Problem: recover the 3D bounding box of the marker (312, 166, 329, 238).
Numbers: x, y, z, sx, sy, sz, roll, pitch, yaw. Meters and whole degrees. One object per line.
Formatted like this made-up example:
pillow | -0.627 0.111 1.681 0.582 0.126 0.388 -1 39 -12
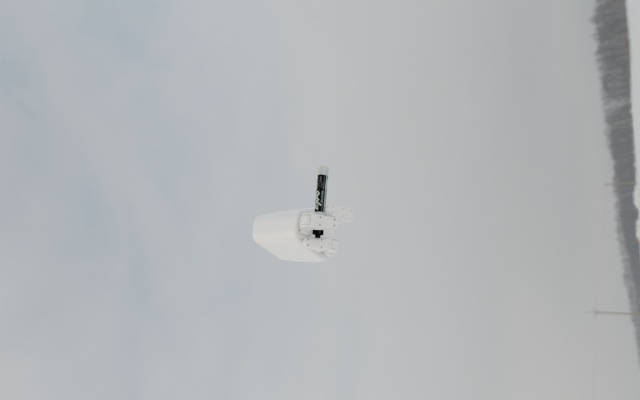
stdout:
marker | 0.000 0.003 0.792 0.020 0.121 0.020 4 -14 1
